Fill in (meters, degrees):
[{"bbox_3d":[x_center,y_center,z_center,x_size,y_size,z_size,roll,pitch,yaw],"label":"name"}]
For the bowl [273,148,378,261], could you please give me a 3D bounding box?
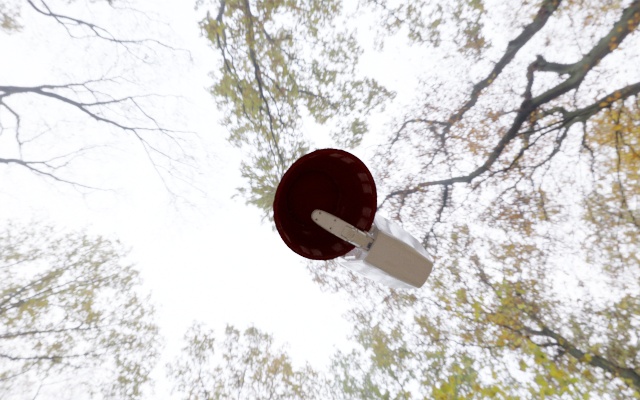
[{"bbox_3d":[-0.001,0.001,0.689,0.162,0.162,0.055,0,12,-25],"label":"bowl"}]
